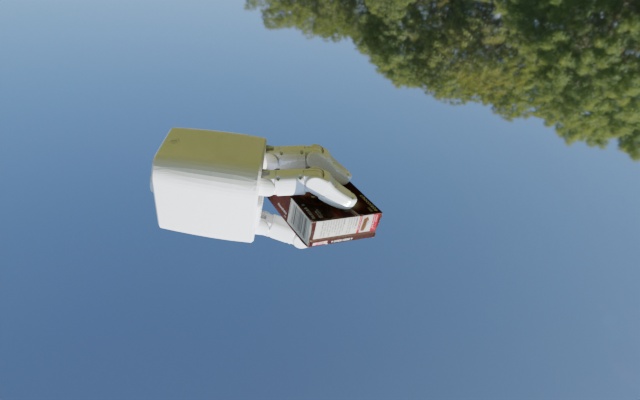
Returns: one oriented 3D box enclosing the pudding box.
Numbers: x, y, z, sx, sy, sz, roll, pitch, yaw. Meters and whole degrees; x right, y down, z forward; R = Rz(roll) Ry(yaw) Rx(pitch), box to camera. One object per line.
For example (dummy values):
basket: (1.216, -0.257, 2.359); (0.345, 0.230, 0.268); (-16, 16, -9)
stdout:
pudding box: (0.000, 0.002, 0.536); (0.090, 0.039, 0.113); (-7, 37, -30)
